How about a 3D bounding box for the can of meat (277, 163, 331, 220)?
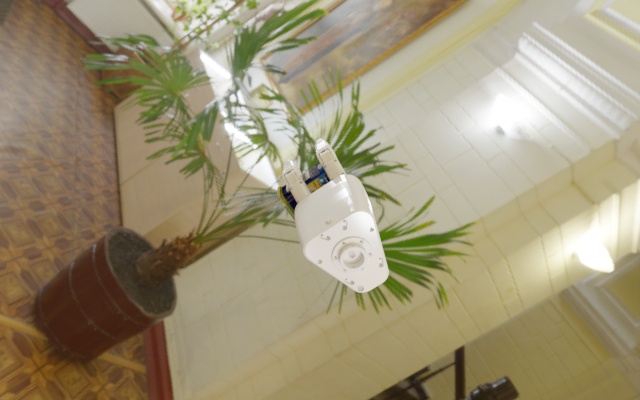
[{"bbox_3d":[0.000,0.002,0.695,0.084,0.102,0.057,-33,20,8],"label":"can of meat"}]
